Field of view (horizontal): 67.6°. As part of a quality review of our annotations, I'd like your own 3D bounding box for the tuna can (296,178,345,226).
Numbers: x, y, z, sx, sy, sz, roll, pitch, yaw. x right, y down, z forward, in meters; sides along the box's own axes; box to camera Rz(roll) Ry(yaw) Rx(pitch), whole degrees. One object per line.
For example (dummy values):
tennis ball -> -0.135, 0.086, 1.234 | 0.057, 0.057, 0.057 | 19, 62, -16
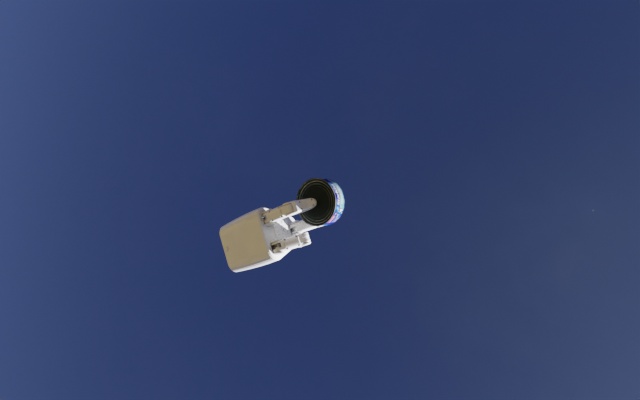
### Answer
tuna can -> 0.001, 0.003, 0.853 | 0.086, 0.086, 0.034 | 0, 1, 35
